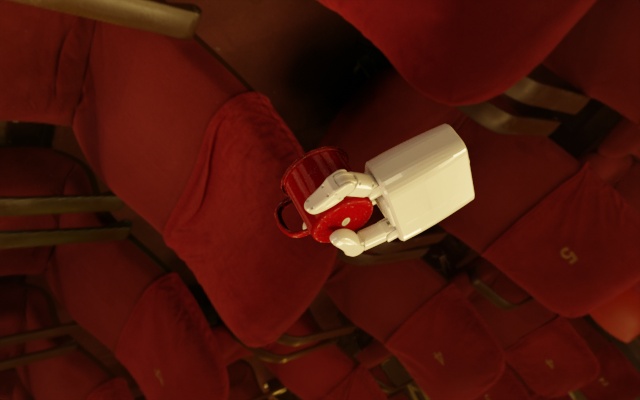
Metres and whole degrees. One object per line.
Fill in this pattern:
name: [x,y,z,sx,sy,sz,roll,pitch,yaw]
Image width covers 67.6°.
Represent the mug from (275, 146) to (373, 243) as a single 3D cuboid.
mug: [-0.001,0.003,0.573,0.117,0.081,0.093,-30,-30,0]
